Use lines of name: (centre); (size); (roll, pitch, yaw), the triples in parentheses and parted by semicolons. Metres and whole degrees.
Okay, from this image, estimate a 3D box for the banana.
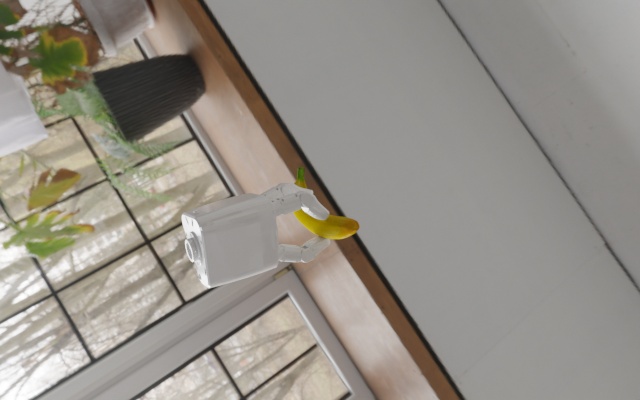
banana: (-0.006, 0.017, 0.759); (0.037, 0.070, 0.197); (0, 29, -33)
